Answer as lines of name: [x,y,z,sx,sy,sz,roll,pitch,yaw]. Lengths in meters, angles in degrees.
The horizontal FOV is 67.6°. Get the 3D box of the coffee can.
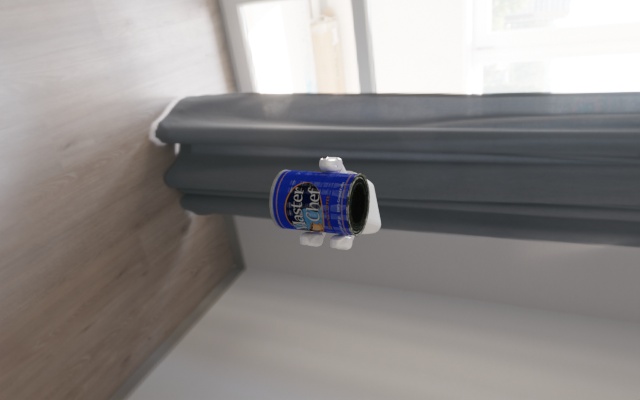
coffee can: [0.000,0.003,0.799,0.140,0.103,0.103,4,2,24]
